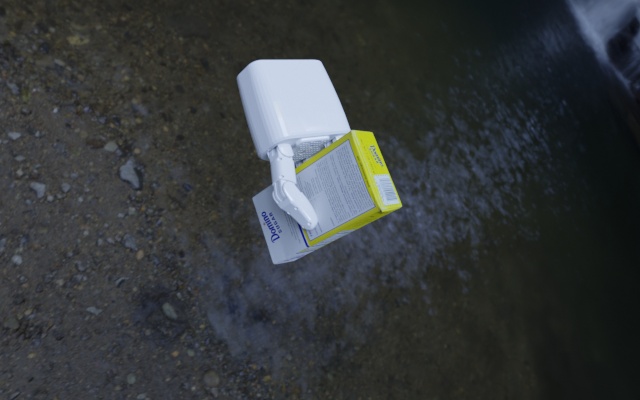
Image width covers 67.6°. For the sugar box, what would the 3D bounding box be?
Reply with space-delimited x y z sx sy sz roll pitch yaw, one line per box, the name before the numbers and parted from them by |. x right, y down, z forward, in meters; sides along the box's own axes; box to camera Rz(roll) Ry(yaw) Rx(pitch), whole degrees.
sugar box | 0.000 0.002 0.554 0.048 0.093 0.176 -5 -19 -47
